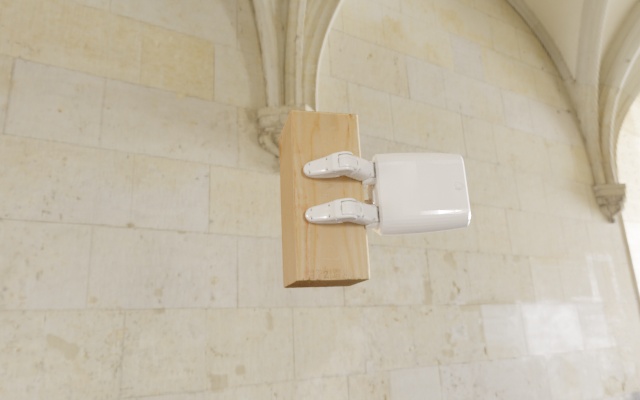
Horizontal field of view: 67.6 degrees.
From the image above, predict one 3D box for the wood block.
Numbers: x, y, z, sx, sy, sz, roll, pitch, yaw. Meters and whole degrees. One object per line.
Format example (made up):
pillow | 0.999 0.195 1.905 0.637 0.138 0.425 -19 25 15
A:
wood block | 0.000 0.002 0.603 0.090 0.206 0.091 1 -16 -14
